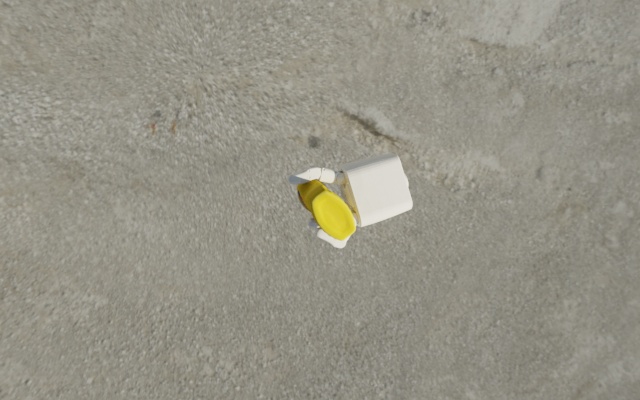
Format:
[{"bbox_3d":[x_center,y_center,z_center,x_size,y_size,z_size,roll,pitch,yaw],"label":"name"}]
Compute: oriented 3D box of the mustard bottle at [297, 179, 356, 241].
[{"bbox_3d":[0.000,0.003,0.867,0.058,0.096,0.191,-40,20,-1],"label":"mustard bottle"}]
